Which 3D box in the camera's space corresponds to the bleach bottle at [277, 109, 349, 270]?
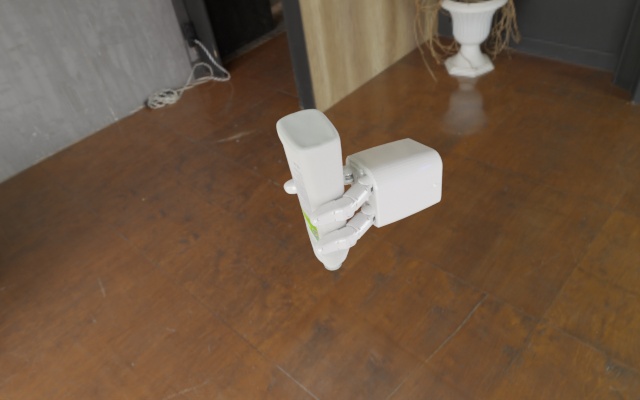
[{"bbox_3d":[0.000,0.002,0.689,0.068,0.251,0.102,-20,42,-11],"label":"bleach bottle"}]
